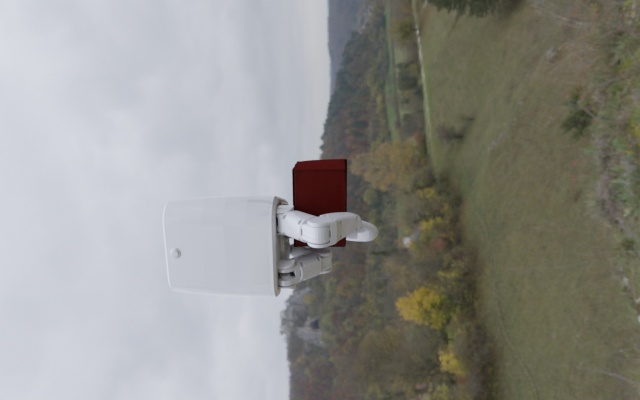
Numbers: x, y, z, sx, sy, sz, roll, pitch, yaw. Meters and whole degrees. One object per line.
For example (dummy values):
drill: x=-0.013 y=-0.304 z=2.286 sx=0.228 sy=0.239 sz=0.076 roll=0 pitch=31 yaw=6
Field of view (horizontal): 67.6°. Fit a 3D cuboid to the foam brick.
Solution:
foam brick: x=0.000 y=0.001 z=0.469 sx=0.051 sy=0.078 sz=0.053 roll=1 pitch=14 yaw=4
